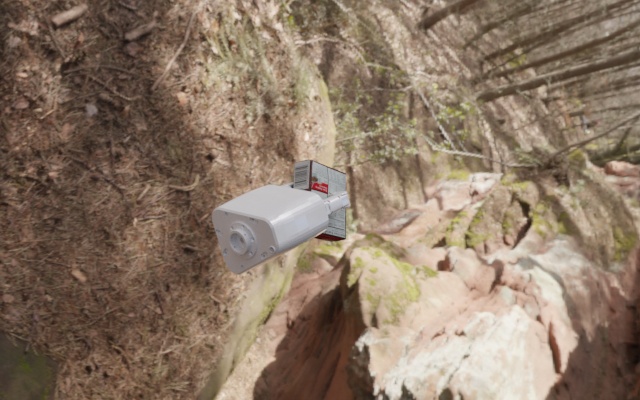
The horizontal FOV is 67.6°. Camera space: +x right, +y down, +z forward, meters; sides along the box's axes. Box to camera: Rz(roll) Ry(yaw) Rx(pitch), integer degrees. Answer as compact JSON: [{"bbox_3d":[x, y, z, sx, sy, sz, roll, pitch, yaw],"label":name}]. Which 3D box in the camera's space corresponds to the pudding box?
[{"bbox_3d":[0.000,0.002,0.736,0.039,0.113,0.090,-8,-17,39],"label":"pudding box"}]
